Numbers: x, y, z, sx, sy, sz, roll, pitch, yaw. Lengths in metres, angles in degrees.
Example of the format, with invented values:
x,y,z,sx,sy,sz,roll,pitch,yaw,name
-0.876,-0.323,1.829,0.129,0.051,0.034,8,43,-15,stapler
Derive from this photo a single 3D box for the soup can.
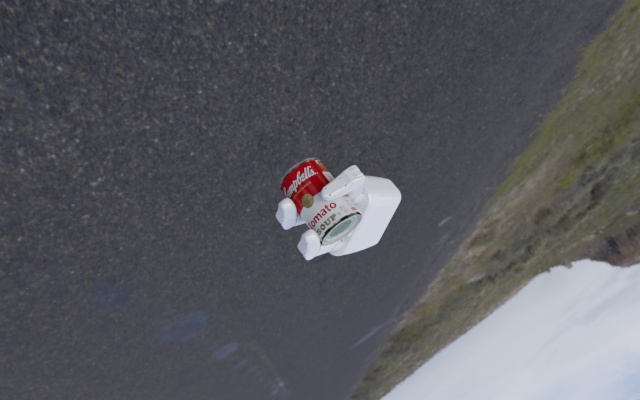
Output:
x,y,z,sx,sy,sz,roll,pitch,yaw,name
0.000,0.002,0.643,0.068,0.102,0.068,-31,-22,-14,soup can
